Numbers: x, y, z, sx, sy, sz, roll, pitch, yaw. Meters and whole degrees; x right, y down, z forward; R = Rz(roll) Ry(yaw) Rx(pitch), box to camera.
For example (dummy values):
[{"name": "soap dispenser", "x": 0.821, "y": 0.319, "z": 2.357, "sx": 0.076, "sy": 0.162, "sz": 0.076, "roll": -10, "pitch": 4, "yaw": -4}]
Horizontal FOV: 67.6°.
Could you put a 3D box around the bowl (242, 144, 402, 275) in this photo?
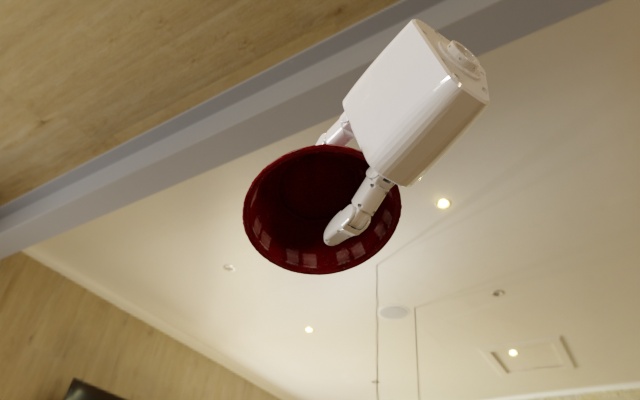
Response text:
[{"name": "bowl", "x": -0.001, "y": 0.002, "z": 0.504, "sx": 0.162, "sy": 0.162, "sz": 0.055, "roll": 0, "pitch": 34, "yaw": -7}]
